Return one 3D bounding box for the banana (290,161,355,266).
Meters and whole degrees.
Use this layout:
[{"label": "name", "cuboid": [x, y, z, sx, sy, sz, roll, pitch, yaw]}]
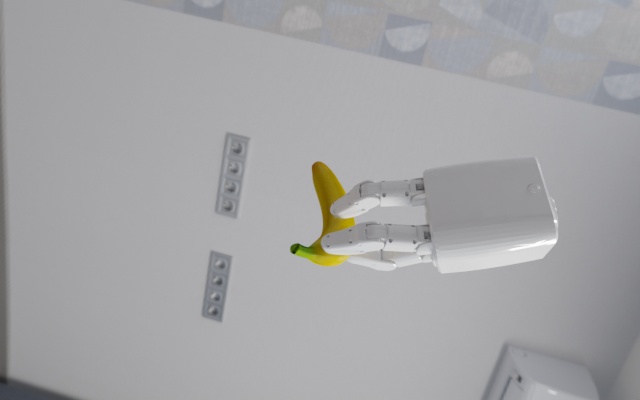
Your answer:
[{"label": "banana", "cuboid": [0.011, 0.017, 0.533, 0.037, 0.070, 0.197, -33, 20, 20]}]
